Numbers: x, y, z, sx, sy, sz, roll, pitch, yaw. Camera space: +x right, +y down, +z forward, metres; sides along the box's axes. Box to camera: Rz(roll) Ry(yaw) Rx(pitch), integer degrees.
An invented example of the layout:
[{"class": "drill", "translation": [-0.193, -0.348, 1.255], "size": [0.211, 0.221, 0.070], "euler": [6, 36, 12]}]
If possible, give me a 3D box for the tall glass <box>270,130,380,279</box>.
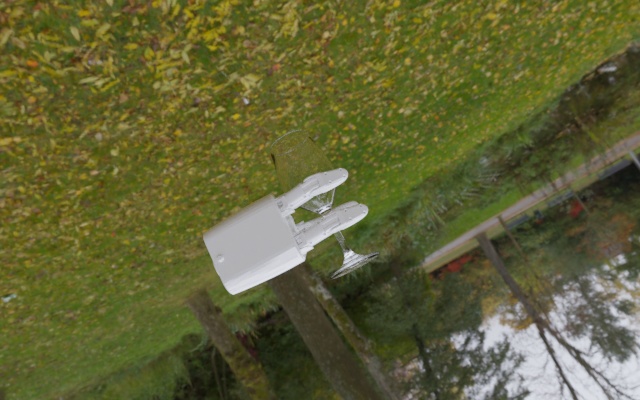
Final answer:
[{"class": "tall glass", "translation": [0.001, 0.003, 0.656], "size": [0.079, 0.201, 0.079], "euler": [-26, -15, -7]}]
